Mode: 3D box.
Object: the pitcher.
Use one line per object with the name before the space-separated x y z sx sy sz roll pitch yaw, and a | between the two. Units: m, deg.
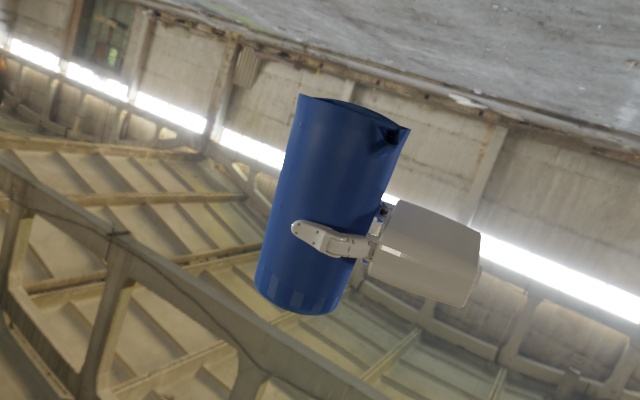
pitcher | 0.000 0.002 0.571 0.145 0.243 0.149 21 12 11
